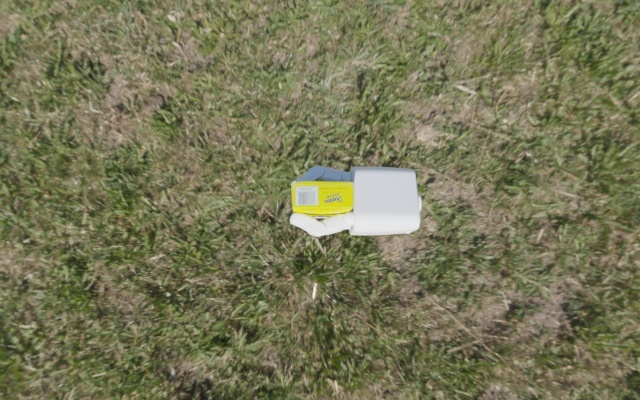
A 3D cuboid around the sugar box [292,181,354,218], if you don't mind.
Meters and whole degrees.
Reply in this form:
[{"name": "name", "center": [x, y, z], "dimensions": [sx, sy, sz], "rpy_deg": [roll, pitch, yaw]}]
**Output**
[{"name": "sugar box", "center": [0.000, 0.003, 0.787], "dimensions": [0.093, 0.048, 0.176], "rpy_deg": [0, -9, -2]}]
